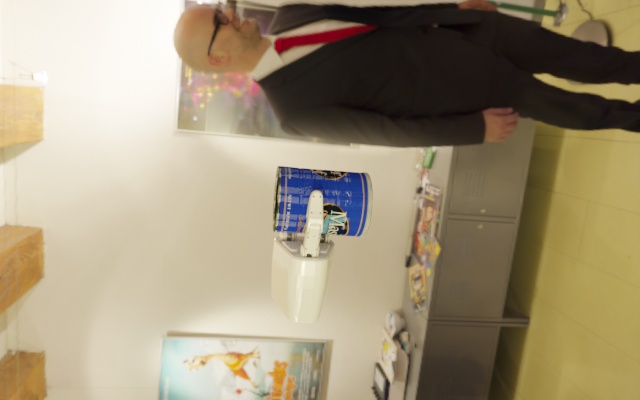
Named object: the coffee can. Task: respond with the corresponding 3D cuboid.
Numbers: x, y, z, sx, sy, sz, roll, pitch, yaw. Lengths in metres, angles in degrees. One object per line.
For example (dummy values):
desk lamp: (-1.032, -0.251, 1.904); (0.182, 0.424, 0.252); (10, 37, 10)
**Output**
coffee can: (0.000, 0.002, 0.741); (0.140, 0.103, 0.103); (4, -1, -9)
